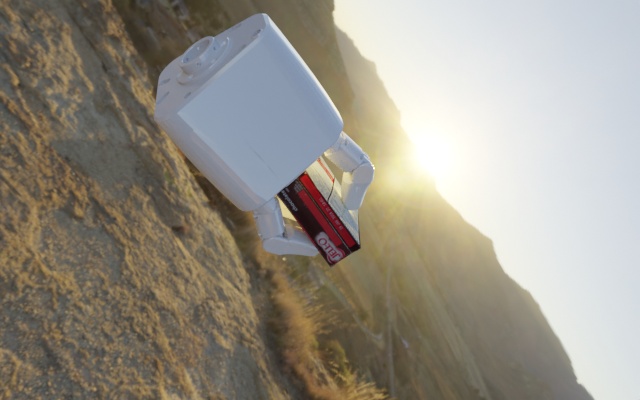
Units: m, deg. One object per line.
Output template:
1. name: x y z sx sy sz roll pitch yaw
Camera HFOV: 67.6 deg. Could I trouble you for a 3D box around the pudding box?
1. pudding box: 0.000 0.001 0.466 0.039 0.090 0.113 -32 12 13
